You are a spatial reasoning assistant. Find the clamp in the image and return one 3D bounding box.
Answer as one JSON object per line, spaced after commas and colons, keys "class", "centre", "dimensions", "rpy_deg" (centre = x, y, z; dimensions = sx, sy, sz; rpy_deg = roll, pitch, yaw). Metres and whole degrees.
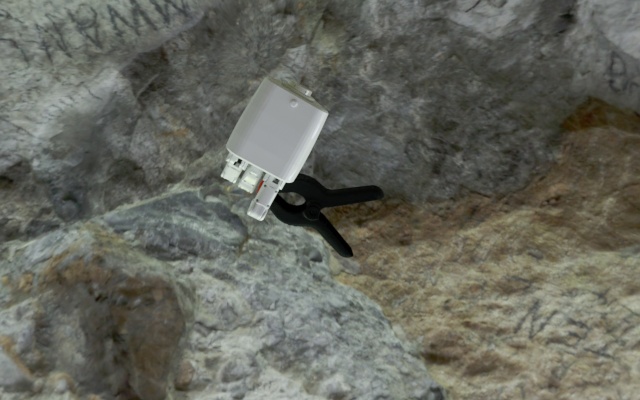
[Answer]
{"class": "clamp", "centre": [0.000, 0.002, 0.669], "dimensions": [0.171, 0.120, 0.039], "rpy_deg": [27, 18, -15]}
